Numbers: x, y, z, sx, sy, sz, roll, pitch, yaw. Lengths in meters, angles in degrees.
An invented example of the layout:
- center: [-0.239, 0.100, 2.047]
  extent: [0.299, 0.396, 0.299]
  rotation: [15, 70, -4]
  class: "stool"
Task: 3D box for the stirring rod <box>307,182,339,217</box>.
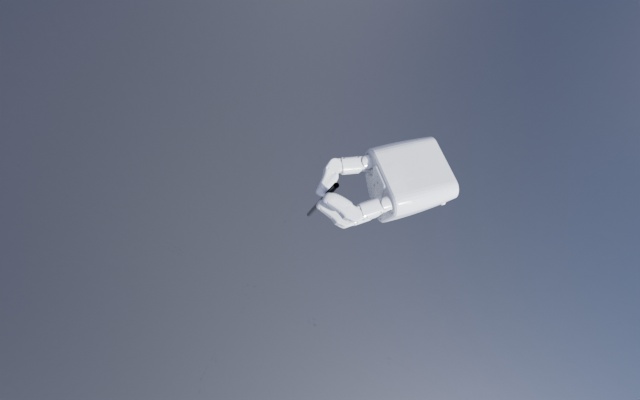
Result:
- center: [0.000, 0.002, 0.752]
  extent: [0.011, 0.011, 0.239]
  rotation: [0, -11, -10]
  class: "stirring rod"
